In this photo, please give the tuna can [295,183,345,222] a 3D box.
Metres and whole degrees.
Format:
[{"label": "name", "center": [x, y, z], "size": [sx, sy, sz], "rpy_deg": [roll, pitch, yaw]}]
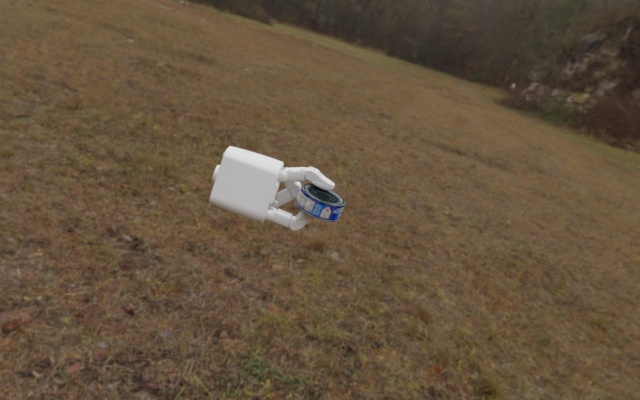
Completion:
[{"label": "tuna can", "center": [0.000, 0.002, 0.858], "size": [0.086, 0.034, 0.086], "rpy_deg": [20, 19, -8]}]
